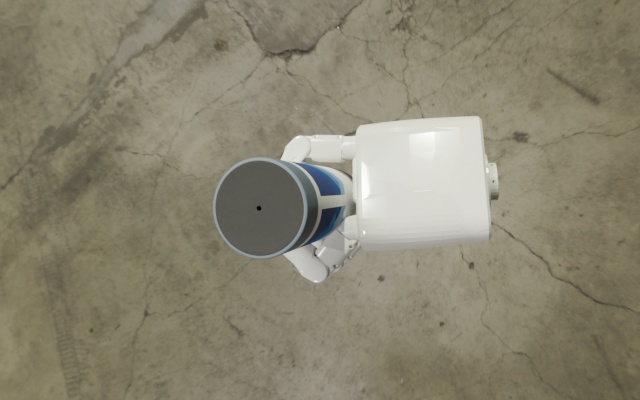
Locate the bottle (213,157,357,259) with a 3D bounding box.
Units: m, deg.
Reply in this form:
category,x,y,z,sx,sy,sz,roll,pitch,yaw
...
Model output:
category,x,y,z,sx,sy,sz,roll,pitch,yaw
bottle,0.000,0.001,0.449,0.069,0.069,0.295,0,1,16
